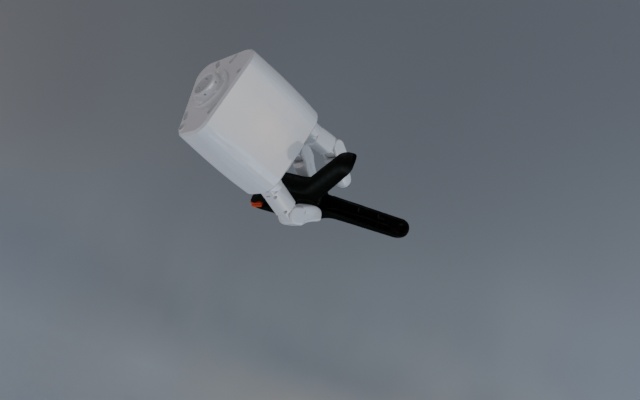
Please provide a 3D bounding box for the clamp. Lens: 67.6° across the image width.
[{"bbox_3d":[-0.001,0.003,0.605,0.210,0.036,0.165,-3,-34,41],"label":"clamp"}]
